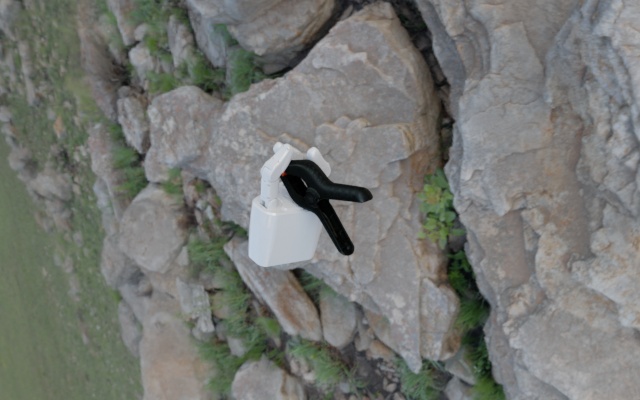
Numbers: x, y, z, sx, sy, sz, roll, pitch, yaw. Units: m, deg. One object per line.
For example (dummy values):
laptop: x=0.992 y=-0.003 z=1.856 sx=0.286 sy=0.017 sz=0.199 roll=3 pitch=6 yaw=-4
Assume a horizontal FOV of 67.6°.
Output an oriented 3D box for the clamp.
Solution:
clamp: x=0.000 y=0.002 z=0.698 sx=0.039 sy=0.120 sz=0.171 roll=-20 pitch=42 yaw=-41
